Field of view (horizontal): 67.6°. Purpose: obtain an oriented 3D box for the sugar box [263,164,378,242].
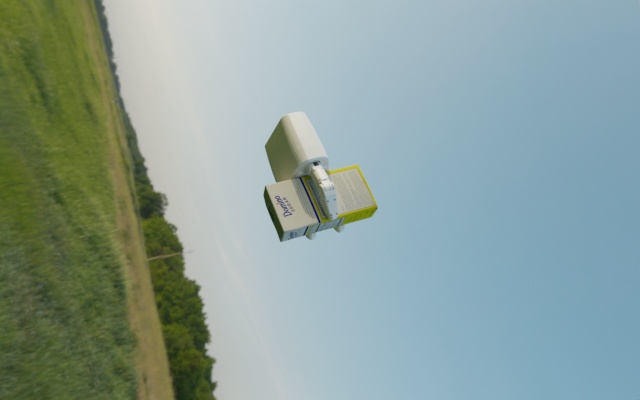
[{"bbox_3d":[0.000,0.003,0.810,0.176,0.093,0.048,-14,-26,-20],"label":"sugar box"}]
